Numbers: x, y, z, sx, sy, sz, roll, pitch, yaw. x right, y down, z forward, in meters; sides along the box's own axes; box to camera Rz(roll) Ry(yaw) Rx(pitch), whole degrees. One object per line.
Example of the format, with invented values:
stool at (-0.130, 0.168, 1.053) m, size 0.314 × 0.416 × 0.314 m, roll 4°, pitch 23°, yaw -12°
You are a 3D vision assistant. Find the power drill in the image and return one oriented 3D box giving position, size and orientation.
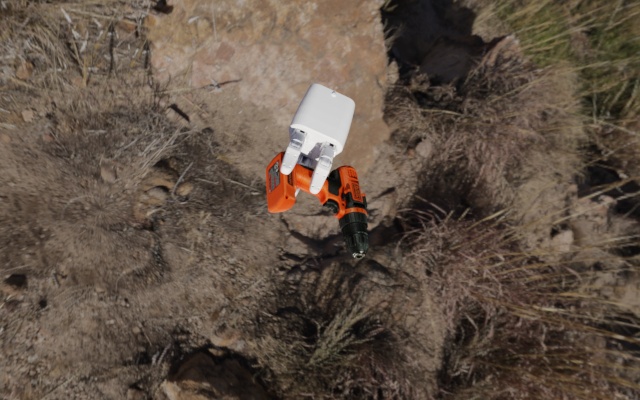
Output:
power drill at (0.000, 0.002, 0.819) m, size 0.188 × 0.184 × 0.057 m, roll 18°, pitch -42°, yaw -34°
